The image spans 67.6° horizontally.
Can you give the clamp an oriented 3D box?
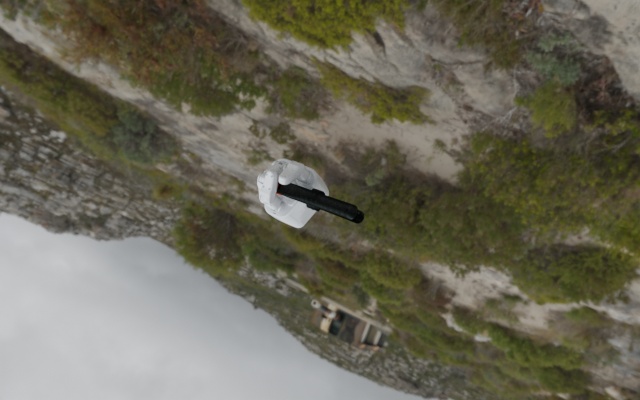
[{"bbox_3d":[0.000,0.003,0.844,0.171,0.039,0.120,22,-8,21],"label":"clamp"}]
